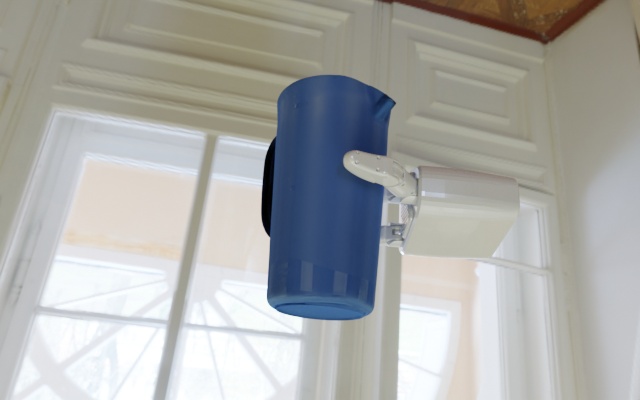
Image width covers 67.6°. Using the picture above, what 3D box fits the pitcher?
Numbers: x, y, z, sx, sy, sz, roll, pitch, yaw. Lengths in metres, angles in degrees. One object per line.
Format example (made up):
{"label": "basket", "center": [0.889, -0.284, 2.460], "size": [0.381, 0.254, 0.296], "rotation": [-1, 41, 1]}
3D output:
{"label": "pitcher", "center": [0.000, 0.002, 0.523], "size": [0.145, 0.242, 0.149], "rotation": [6, -22, -2]}
